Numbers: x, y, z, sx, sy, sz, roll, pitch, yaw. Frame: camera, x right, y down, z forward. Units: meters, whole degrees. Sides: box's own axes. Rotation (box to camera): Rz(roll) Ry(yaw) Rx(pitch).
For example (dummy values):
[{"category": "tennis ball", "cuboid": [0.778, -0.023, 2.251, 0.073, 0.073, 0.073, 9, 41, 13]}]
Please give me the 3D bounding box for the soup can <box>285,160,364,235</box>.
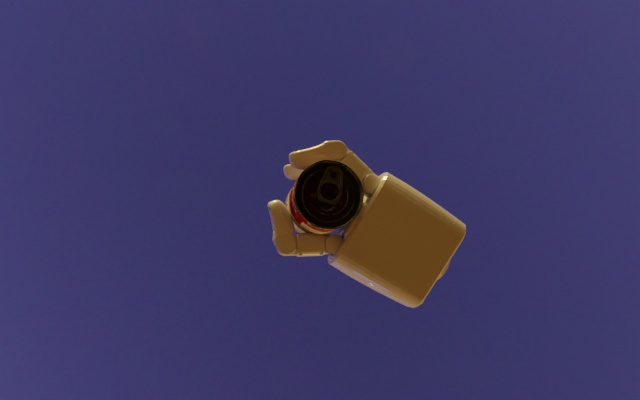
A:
[{"category": "soup can", "cuboid": [0.000, 0.002, 0.504, 0.068, 0.068, 0.102, 0, -9, -10]}]
